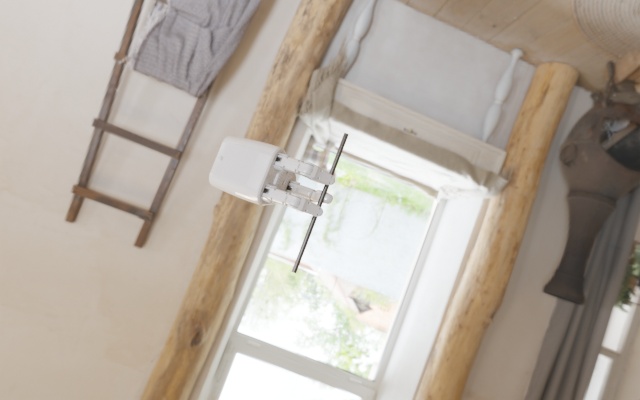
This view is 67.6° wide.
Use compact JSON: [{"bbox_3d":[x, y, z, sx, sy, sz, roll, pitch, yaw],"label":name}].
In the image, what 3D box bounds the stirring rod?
[{"bbox_3d":[0.000,0.002,0.770,0.011,0.239,0.011,21,-6,2],"label":"stirring rod"}]
